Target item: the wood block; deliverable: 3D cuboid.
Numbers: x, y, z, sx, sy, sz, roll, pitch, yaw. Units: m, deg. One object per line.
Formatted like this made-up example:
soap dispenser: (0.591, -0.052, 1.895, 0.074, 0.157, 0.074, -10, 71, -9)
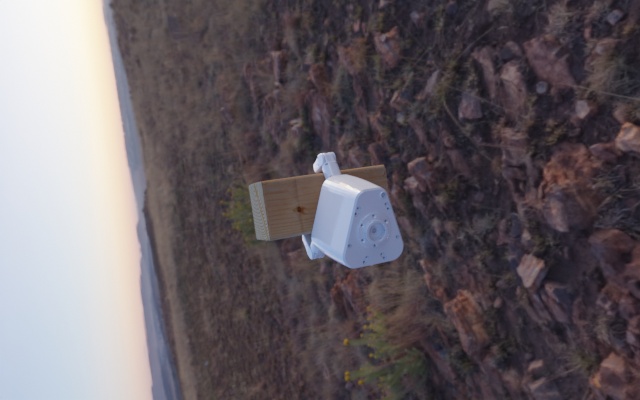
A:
wood block: (0.000, 0.002, 0.770, 0.206, 0.091, 0.090, -9, 1, -21)
